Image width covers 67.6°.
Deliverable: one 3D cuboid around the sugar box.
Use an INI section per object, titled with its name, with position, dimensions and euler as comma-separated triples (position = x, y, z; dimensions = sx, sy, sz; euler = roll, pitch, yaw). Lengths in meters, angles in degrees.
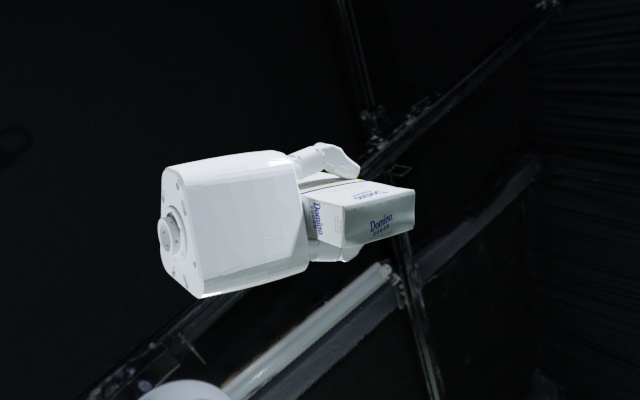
[sugar box]
position = 0.000, 0.002, 0.492
dimensions = 0.093, 0.048, 0.176
euler = -12, 20, -36
